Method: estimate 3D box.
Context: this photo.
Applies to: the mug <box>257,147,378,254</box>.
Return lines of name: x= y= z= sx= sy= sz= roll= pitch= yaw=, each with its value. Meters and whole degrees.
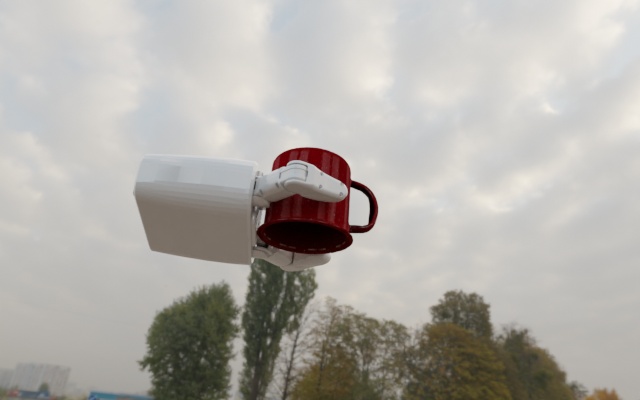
mug: x=0.002 y=0.001 z=0.476 sx=0.117 sy=0.081 sz=0.093 roll=6 pitch=-25 yaw=-2
